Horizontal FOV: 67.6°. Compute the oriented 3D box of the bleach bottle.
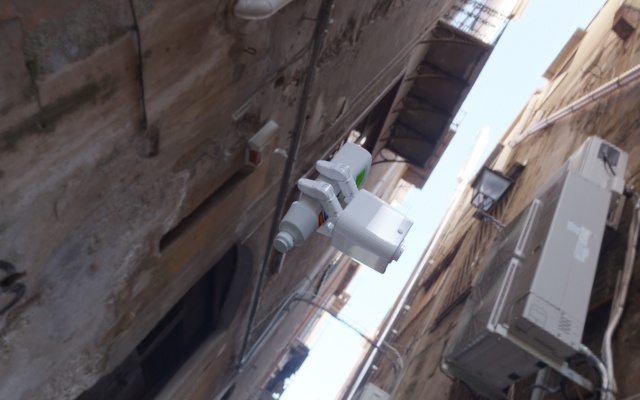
[{"bbox_3d":[0.000,0.003,0.833,0.068,0.103,0.250,32,51,12],"label":"bleach bottle"}]
